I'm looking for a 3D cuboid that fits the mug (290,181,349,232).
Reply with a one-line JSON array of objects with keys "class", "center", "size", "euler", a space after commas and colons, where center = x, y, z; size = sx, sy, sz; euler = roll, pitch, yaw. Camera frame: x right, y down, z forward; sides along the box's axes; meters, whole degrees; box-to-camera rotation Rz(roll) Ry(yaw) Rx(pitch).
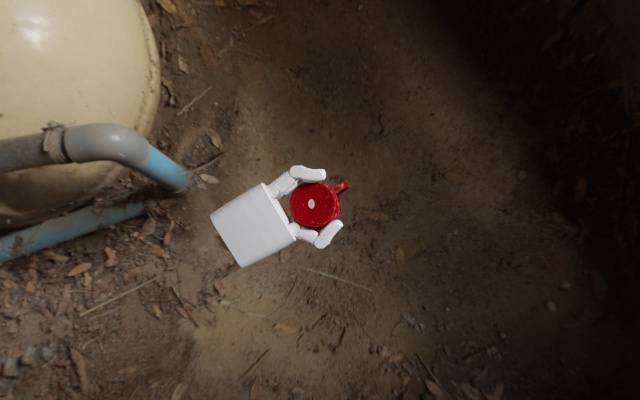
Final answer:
[{"class": "mug", "center": [0.001, 0.002, 0.834], "size": [0.117, 0.093, 0.081], "euler": [-31, -5, 1]}]
